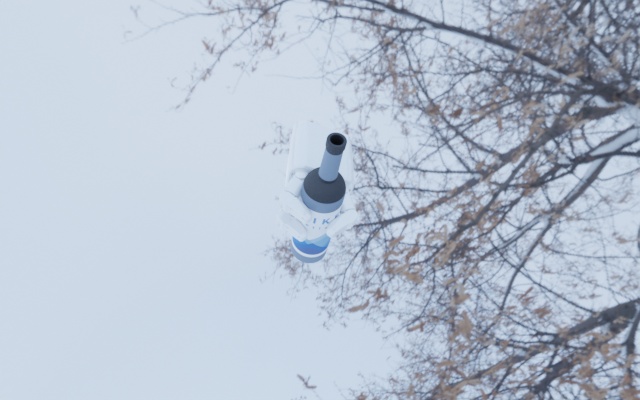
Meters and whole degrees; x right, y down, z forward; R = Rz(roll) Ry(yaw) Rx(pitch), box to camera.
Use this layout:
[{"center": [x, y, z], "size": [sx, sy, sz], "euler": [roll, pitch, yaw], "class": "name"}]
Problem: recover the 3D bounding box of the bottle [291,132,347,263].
[{"center": [0.000, 0.003, 0.748], "size": [0.069, 0.069, 0.296], "euler": [0, -34, -10], "class": "bottle"}]
